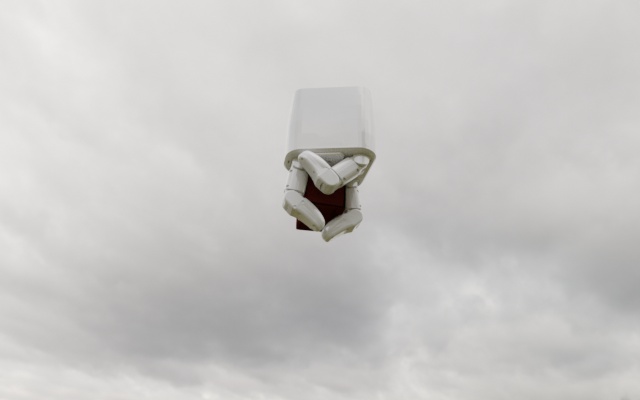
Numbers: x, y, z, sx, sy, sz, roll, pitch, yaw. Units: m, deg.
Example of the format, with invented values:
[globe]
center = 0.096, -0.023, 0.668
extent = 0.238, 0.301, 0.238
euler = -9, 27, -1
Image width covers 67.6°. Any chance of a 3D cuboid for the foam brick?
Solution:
[foam brick]
center = 0.000, 0.002, 0.623
extent = 0.053, 0.051, 0.078
euler = 7, -29, -10
